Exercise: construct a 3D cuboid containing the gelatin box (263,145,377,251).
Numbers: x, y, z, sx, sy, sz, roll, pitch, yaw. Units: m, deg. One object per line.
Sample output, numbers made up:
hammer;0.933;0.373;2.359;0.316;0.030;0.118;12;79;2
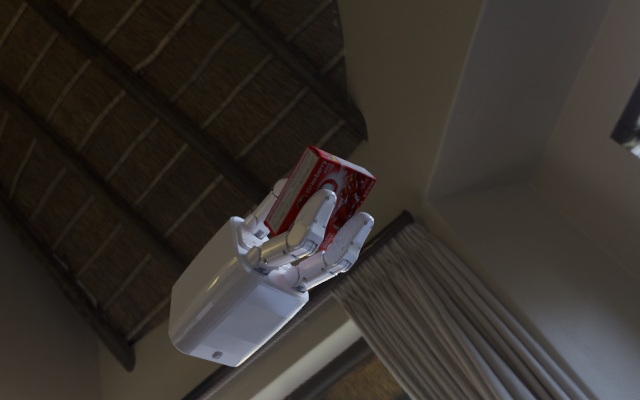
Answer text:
gelatin box;0.000;0.001;0.448;0.073;0.089;0.030;19;18;-38
